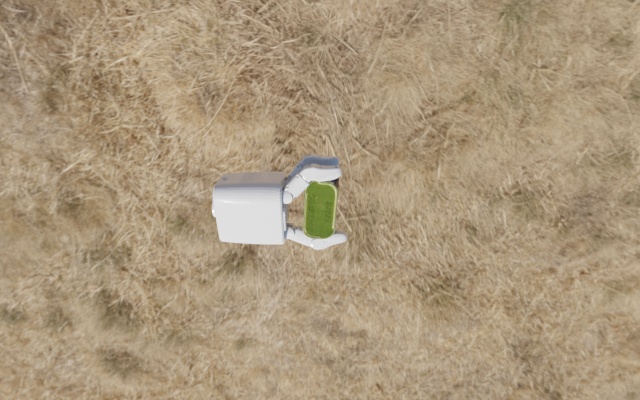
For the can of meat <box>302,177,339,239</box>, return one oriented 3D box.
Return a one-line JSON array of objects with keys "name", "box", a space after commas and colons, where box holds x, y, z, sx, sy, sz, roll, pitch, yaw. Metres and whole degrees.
[{"name": "can of meat", "box": [0.000, 0.003, 0.774, 0.057, 0.102, 0.084, 4, 19, 0]}]
